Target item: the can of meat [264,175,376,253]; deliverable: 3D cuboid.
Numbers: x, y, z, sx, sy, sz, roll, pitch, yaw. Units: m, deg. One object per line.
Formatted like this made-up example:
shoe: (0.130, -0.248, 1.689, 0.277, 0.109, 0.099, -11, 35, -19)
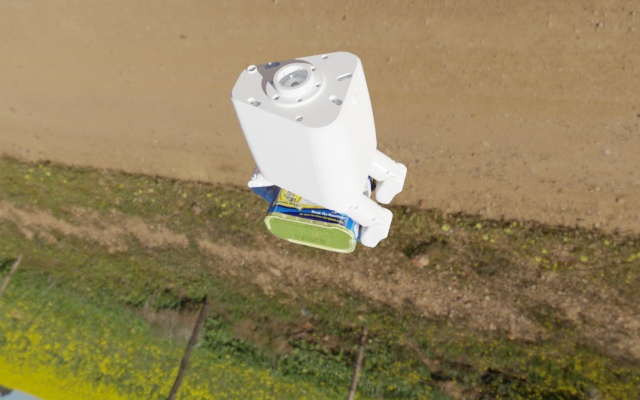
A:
can of meat: (0.000, 0.002, 0.509, 0.102, 0.084, 0.057, 10, -32, 16)
